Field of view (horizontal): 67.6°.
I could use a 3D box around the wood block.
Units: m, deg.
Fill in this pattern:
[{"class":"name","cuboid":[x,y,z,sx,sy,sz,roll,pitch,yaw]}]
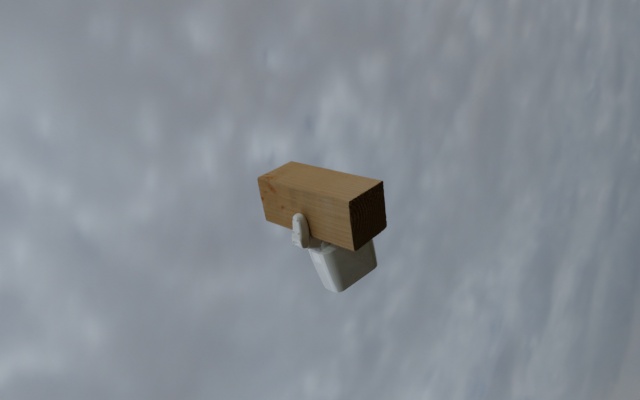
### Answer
[{"class":"wood block","cuboid":[0.000,0.003,0.811,0.206,0.090,0.090,15,34,40]}]
